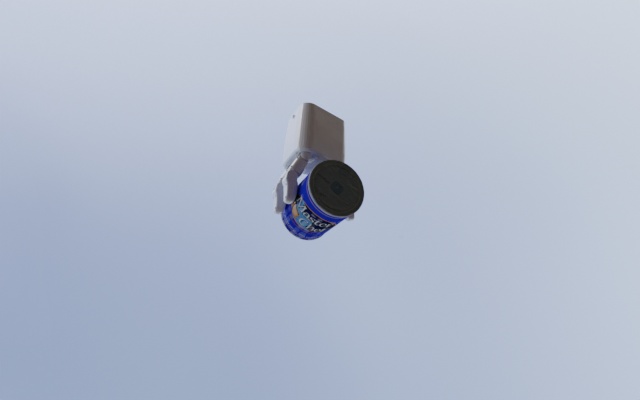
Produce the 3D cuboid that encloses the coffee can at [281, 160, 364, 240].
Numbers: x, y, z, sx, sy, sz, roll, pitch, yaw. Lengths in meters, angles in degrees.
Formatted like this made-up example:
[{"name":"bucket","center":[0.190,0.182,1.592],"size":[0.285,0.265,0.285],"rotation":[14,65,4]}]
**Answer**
[{"name":"coffee can","center":[0.000,0.003,0.852],"size":[0.103,0.102,0.140],"rotation":[0,-21,-26]}]
